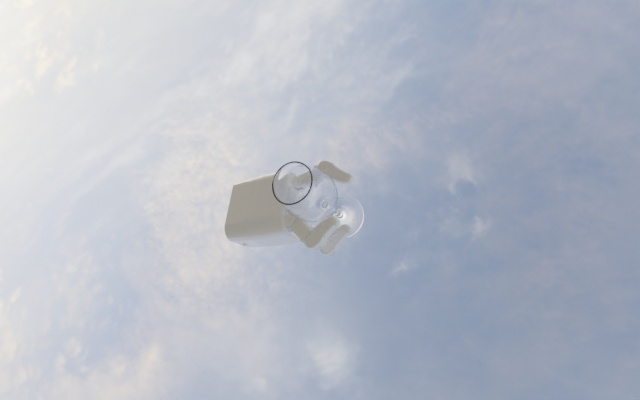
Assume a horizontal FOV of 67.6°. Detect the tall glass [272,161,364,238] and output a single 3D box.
[{"bbox_3d":[0.001,0.002,0.730,0.079,0.079,0.201,0,-15,24],"label":"tall glass"}]
